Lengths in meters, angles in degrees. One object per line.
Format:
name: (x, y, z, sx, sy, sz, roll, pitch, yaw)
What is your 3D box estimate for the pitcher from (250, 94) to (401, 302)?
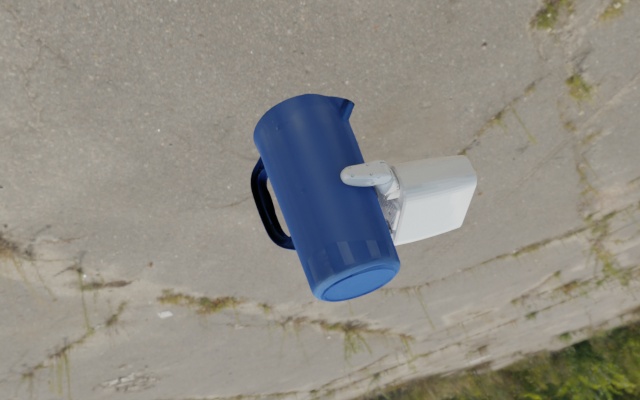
pitcher: (0.000, 0.002, 0.604, 0.145, 0.242, 0.149, -12, -28, -14)
